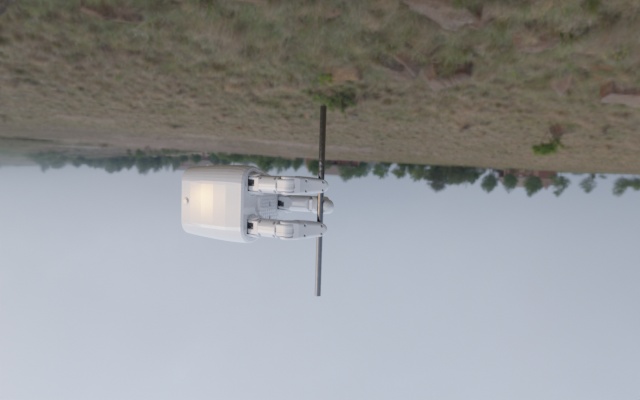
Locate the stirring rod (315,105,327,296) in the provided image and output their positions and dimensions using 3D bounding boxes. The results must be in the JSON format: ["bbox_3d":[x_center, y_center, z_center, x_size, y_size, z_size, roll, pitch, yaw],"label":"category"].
[{"bbox_3d":[0.000,0.002,0.604,0.011,0.239,0.011,2,4,0],"label":"stirring rod"}]
